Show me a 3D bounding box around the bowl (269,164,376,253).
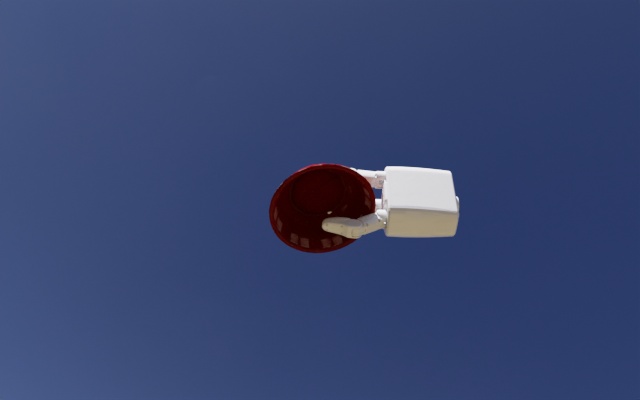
[{"bbox_3d":[-0.001,0.002,0.730,0.162,0.162,0.055,0,34,-11],"label":"bowl"}]
